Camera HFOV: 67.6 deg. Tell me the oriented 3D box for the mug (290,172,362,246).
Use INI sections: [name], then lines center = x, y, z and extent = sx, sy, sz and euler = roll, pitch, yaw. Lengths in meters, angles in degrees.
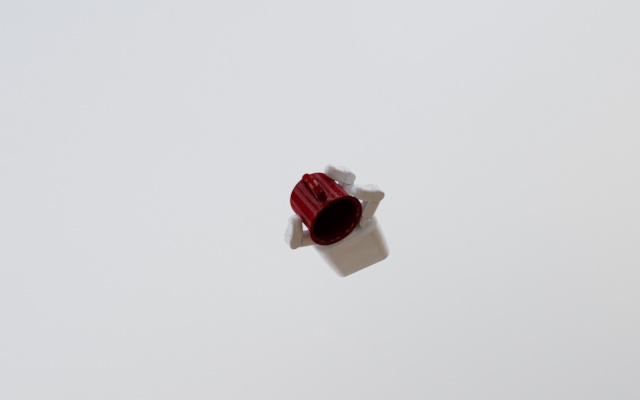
[mug]
center = -0.001, 0.002, 0.734
extent = 0.081, 0.093, 0.117
euler = 48, -7, 41
